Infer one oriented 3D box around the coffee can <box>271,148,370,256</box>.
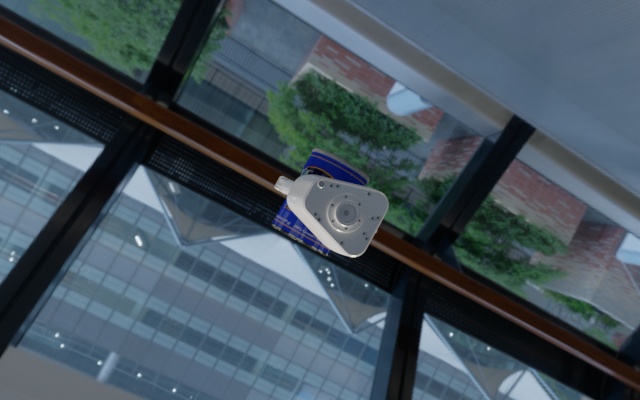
[{"bbox_3d":[0.000,0.002,0.758,0.103,0.140,0.103,29,-4,2],"label":"coffee can"}]
